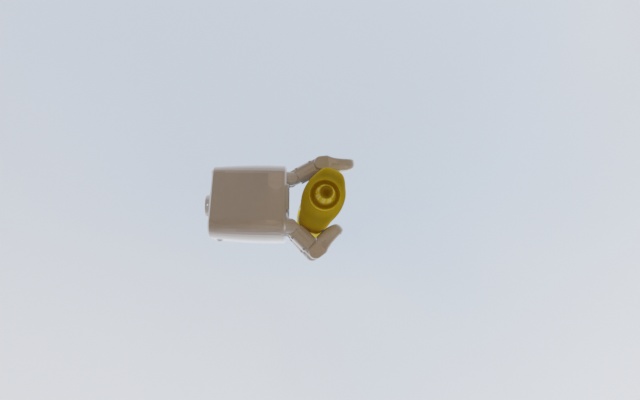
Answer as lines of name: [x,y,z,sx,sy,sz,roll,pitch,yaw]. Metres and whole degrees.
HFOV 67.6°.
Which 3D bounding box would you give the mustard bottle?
mustard bottle: [0.000,0.002,0.691,0.058,0.096,0.191,25,-9,0]
